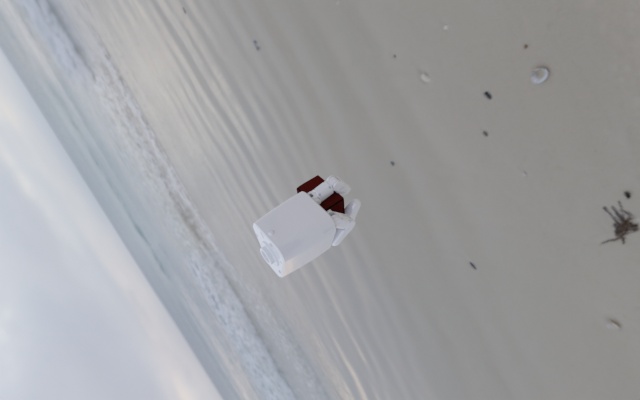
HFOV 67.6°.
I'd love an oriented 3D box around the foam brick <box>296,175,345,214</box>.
[{"bbox_3d":[0.000,0.003,0.863,0.051,0.053,0.078,-32,54,-21],"label":"foam brick"}]
